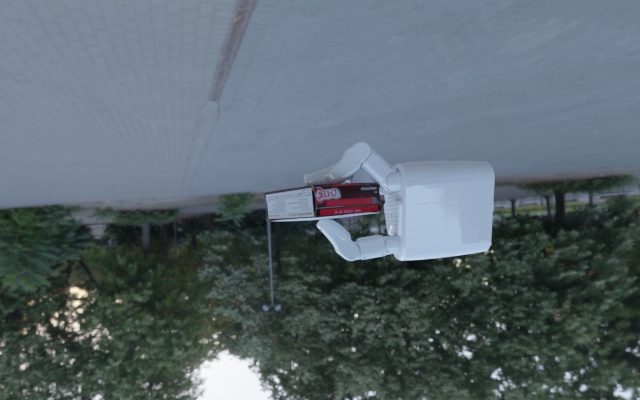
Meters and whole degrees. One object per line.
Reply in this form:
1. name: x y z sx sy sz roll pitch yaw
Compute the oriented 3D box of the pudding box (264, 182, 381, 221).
1. pudding box: 0.000 0.002 0.546 0.090 0.039 0.113 -2 -4 -34
